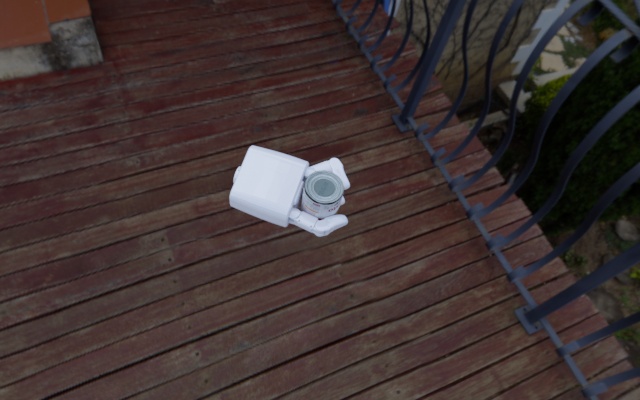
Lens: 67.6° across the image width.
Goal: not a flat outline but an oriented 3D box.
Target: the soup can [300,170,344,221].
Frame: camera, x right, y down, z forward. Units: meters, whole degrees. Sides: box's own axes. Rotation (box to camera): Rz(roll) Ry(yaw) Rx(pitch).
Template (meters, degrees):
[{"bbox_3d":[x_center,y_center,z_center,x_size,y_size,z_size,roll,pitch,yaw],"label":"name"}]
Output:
[{"bbox_3d":[0.001,0.003,0.822,0.068,0.068,0.102,0,-31,-8],"label":"soup can"}]
